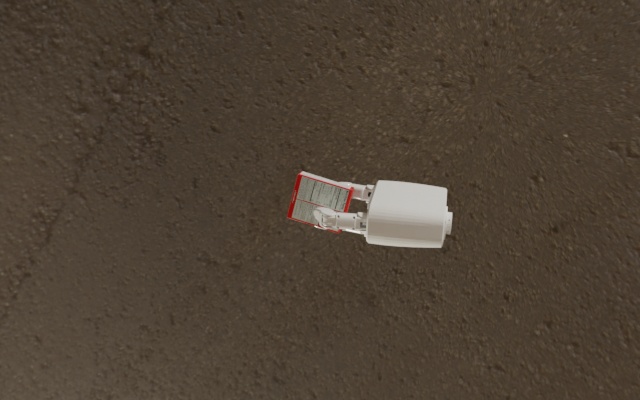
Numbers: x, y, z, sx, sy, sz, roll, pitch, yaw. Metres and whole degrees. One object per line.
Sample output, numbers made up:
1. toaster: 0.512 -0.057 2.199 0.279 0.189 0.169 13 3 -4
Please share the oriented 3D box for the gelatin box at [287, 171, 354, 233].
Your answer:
1. gelatin box: 0.000 0.002 0.740 0.089 0.073 0.030 17 16 6
